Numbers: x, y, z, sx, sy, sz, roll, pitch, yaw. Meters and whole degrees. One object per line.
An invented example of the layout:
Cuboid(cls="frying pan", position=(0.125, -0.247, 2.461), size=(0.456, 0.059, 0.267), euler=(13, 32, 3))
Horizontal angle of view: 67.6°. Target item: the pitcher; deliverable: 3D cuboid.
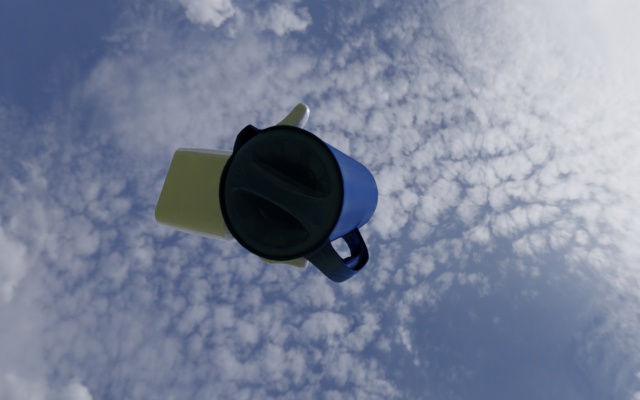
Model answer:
Cuboid(cls="pitcher", position=(0.000, 0.002, 0.572), size=(0.145, 0.149, 0.243), euler=(9, 3, 18))
